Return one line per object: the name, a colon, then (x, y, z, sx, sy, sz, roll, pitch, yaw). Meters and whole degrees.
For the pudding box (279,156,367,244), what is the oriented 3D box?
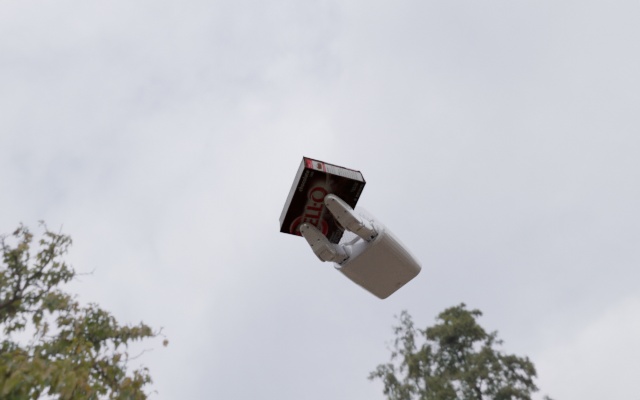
pudding box: (0.000, 0.002, 0.666, 0.090, 0.113, 0.039, 13, 28, -17)
